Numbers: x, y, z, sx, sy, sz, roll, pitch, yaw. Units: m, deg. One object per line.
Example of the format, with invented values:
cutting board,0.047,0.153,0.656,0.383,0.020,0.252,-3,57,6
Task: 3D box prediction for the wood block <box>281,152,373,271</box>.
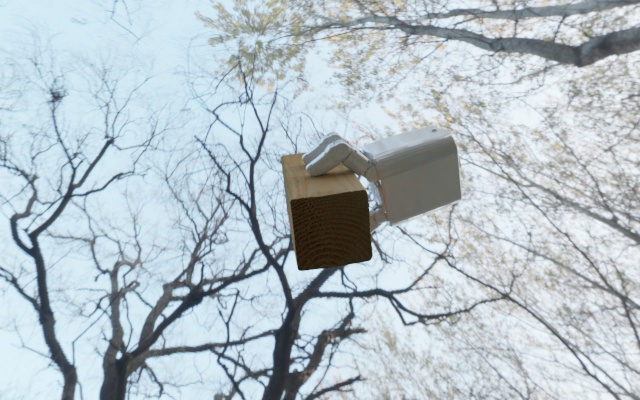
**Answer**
wood block,0.001,0.002,0.632,0.090,0.091,0.206,-8,19,-5
